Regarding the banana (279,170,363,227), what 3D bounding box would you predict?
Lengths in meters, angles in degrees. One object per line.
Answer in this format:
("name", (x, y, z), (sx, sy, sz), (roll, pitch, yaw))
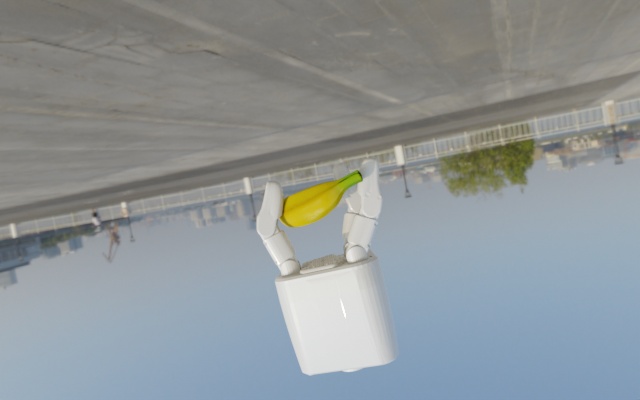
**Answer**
("banana", (-0.015, 0.007, 0.541), (0.069, 0.037, 0.198), (-19, 0, -20))
